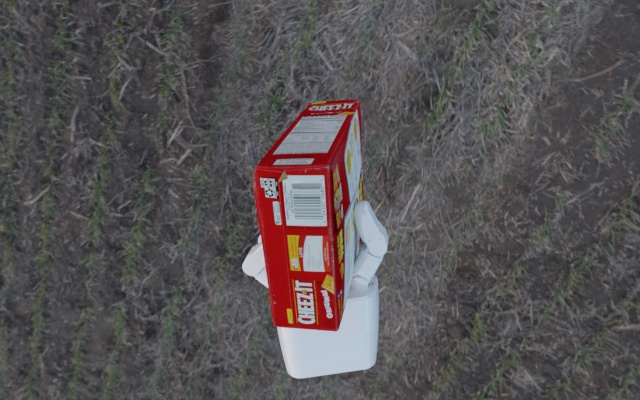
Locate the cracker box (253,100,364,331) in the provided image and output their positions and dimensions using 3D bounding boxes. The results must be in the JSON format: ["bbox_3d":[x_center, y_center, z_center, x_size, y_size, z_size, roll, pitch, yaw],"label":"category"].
[{"bbox_3d":[0.000,0.002,0.497,0.072,0.164,0.213,1,26,11],"label":"cracker box"}]
